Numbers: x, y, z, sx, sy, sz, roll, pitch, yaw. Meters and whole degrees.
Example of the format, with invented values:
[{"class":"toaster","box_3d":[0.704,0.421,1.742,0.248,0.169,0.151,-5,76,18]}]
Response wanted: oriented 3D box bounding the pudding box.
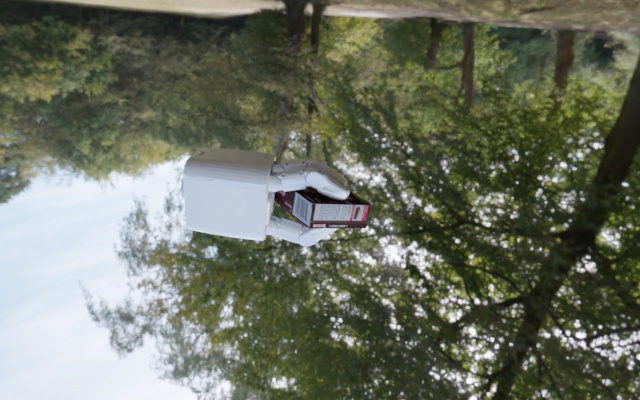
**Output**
[{"class":"pudding box","box_3d":[0.000,0.002,0.642,0.090,0.039,0.113,1,20,-29]}]
